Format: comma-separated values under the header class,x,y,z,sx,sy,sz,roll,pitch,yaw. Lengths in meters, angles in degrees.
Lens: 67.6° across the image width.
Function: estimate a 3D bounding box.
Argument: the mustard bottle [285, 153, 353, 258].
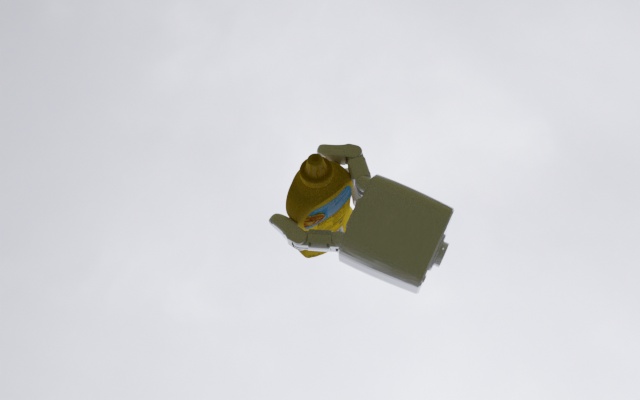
class,x,y,z,sx,sy,sz,roll,pitch,yaw
mustard bottle,0.000,0.002,0.629,0.096,0.058,0.192,-35,-27,-16
